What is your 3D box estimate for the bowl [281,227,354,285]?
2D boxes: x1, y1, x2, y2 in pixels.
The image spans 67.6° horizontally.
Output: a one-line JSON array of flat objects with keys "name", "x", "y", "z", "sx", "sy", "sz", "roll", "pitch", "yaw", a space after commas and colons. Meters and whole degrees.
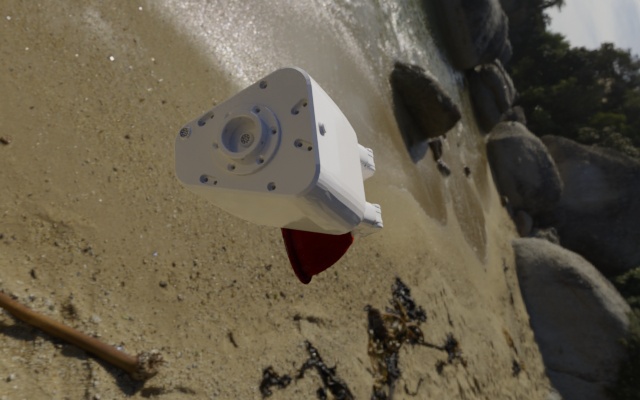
[{"name": "bowl", "x": 0.001, "y": 0.002, "z": 0.488, "sx": 0.055, "sy": 0.162, "sz": 0.162, "roll": -9, "pitch": -1, "yaw": 8}]
